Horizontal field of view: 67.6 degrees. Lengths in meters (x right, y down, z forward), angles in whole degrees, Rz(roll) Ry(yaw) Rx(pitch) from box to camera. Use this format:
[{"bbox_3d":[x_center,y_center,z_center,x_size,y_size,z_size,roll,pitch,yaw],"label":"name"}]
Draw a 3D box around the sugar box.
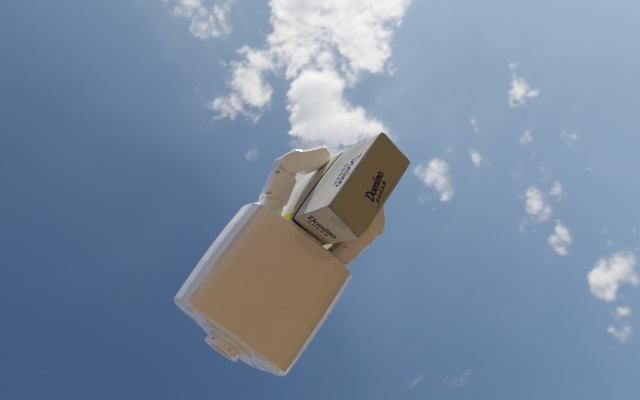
[{"bbox_3d":[0.000,0.002,0.466,0.048,0.093,0.176,45,-28,-17],"label":"sugar box"}]
